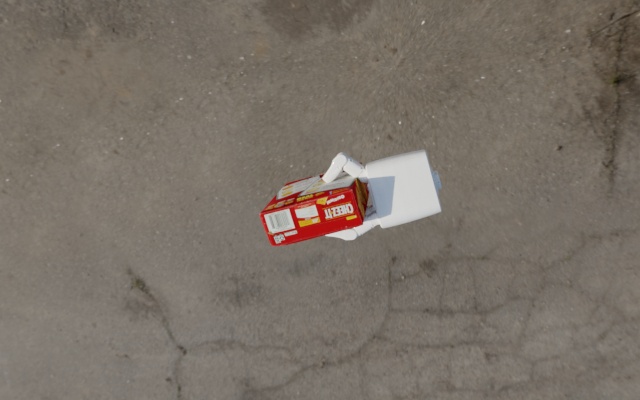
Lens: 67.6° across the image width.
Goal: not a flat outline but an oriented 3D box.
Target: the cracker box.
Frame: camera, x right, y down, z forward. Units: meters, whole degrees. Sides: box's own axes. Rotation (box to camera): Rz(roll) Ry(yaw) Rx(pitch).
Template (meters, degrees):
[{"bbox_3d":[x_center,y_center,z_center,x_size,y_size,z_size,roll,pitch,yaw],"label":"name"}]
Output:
[{"bbox_3d":[0.000,0.003,0.873,0.164,0.072,0.213,-15,13,13],"label":"cracker box"}]
